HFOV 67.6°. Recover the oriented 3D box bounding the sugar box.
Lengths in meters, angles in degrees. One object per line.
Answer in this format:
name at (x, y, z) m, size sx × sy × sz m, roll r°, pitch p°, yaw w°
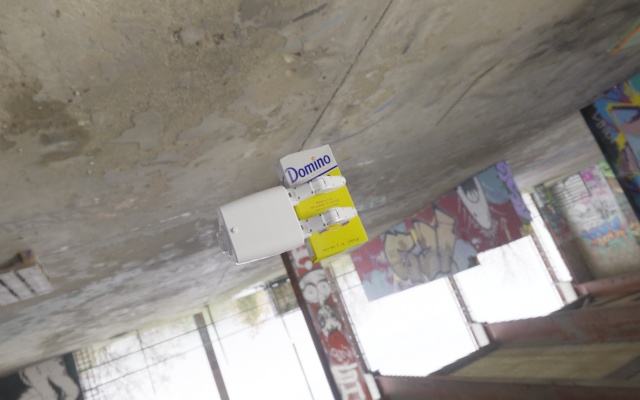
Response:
sugar box at (0.000, 0.003, 0.775) m, size 0.093 × 0.176 × 0.048 m, roll -18°, pitch -12°, yaw -18°
